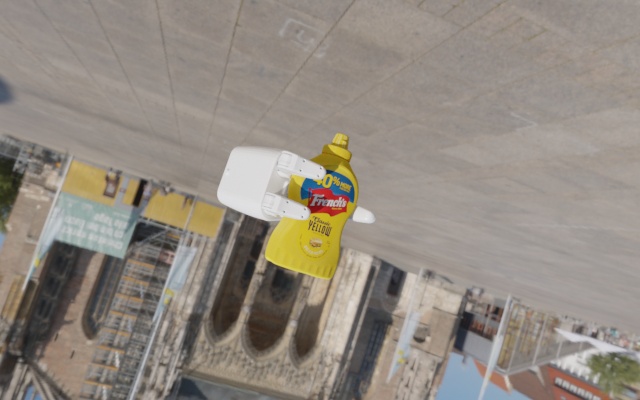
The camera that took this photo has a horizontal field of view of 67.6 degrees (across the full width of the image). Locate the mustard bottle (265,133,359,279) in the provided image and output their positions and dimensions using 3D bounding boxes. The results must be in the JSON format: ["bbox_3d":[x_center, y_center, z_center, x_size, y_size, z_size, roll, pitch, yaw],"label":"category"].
[{"bbox_3d":[0.000,0.002,0.639,0.096,0.191,0.058,20,-5,-23],"label":"mustard bottle"}]
